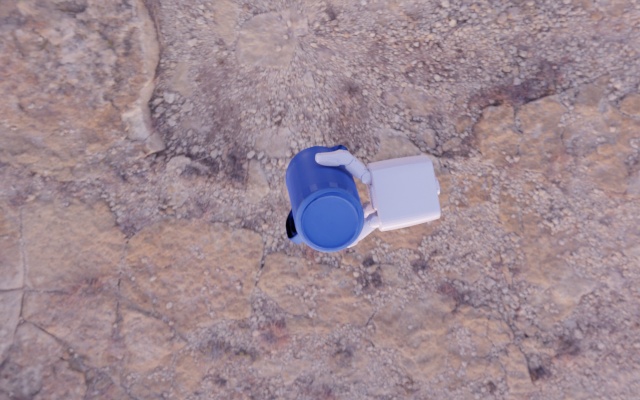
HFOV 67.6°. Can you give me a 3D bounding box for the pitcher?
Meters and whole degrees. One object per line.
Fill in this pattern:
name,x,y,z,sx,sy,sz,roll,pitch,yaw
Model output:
pitcher,0.000,0.003,0.839,0.145,0.149,0.242,-9,20,-1
